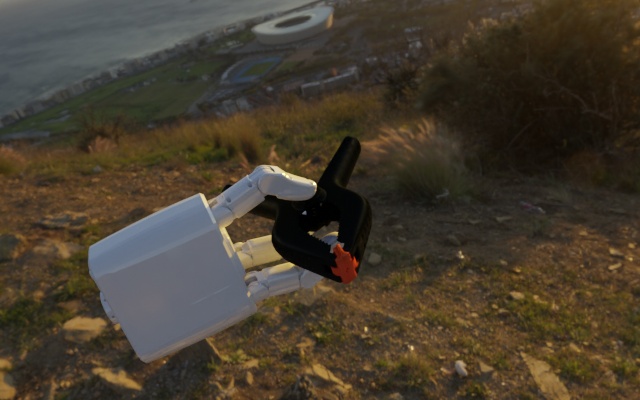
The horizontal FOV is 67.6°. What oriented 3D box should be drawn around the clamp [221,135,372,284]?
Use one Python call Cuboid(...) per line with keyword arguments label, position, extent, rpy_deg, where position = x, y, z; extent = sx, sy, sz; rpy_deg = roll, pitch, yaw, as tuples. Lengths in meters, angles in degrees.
Cuboid(label="clamp", position=(0.000, 0.001, 0.463), extent=(0.164, 0.036, 0.210), rpy_deg=(-27, 33, -10))
